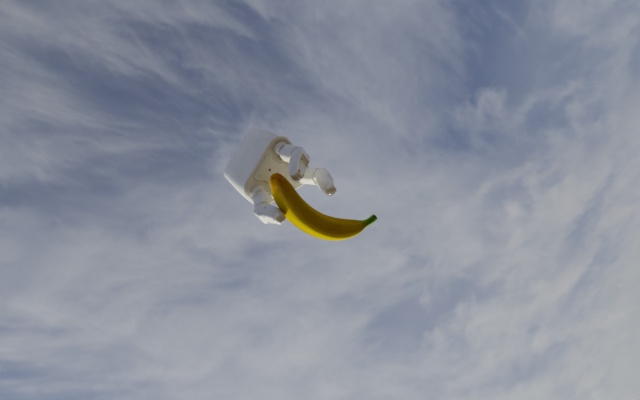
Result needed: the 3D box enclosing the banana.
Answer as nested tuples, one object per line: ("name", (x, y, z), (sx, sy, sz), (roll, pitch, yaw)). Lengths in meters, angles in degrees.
("banana", (-0.006, 0.020, 0.715), (0.198, 0.069, 0.037), (22, 9, -34))
